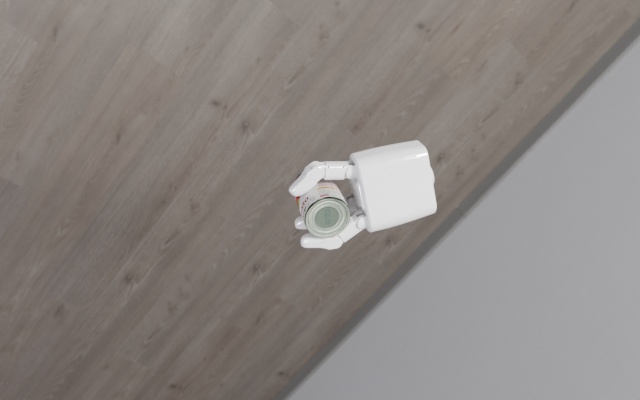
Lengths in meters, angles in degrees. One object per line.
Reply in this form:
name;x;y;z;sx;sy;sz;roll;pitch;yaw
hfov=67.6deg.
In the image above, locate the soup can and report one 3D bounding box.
soup can;0.000;0.002;0.708;0.068;0.068;0.102;0;28;-14
